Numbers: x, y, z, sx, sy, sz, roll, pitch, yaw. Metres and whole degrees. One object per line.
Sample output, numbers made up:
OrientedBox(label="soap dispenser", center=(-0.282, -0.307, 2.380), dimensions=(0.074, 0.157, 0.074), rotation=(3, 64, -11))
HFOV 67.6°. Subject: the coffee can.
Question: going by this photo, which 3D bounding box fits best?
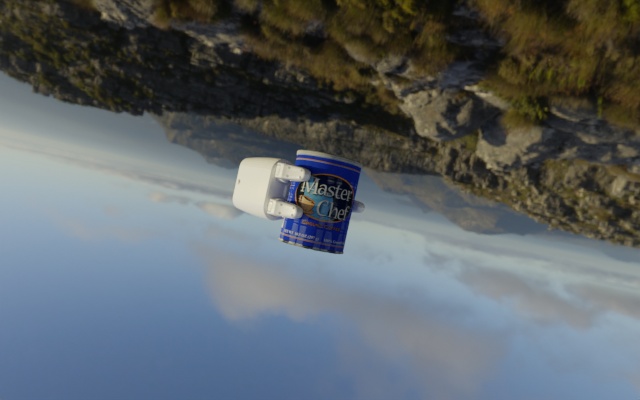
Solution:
OrientedBox(label="coffee can", center=(0.000, 0.002, 0.732), dimensions=(0.103, 0.140, 0.103), rotation=(12, -1, 0))
